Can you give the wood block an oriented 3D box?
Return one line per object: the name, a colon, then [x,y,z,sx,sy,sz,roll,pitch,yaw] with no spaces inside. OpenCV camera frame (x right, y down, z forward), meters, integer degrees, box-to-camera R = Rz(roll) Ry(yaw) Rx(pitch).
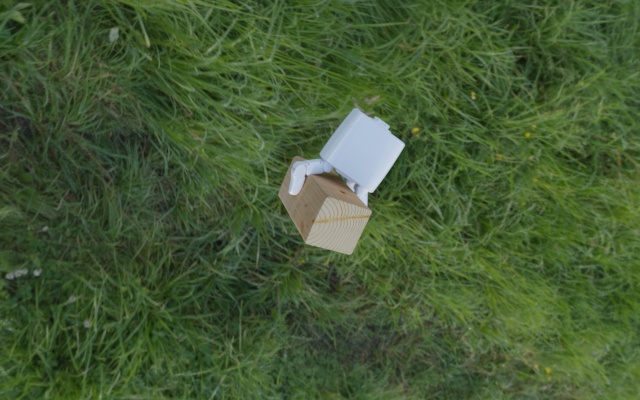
wood block: [0.000,0.002,0.871,0.091,0.090,0.206,18,17,-24]
